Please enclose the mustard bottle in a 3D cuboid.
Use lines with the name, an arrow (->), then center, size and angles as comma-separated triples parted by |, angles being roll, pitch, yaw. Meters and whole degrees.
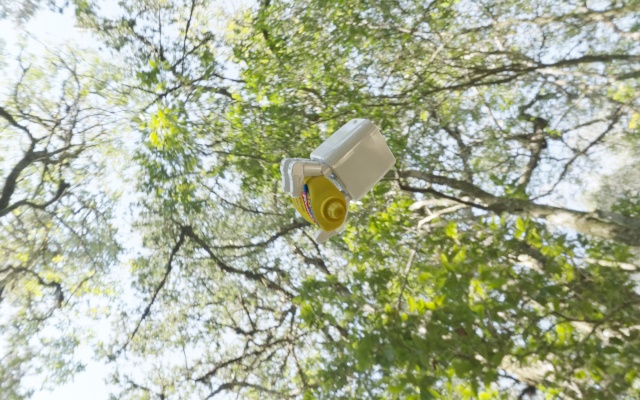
mustard bottle -> 0.000, 0.003, 0.814 | 0.058, 0.096, 0.191 | -19, 15, -15
